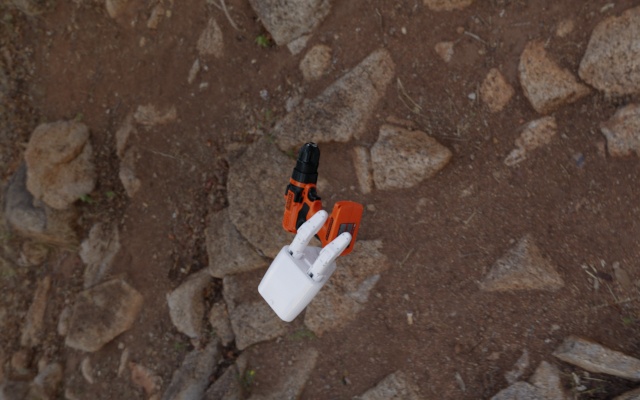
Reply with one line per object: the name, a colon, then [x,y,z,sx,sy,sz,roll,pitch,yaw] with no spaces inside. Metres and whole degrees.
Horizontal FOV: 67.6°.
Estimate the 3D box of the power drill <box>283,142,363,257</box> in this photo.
power drill: [0.000,0.003,0.876,0.057,0.184,0.187,-1,24,-32]
